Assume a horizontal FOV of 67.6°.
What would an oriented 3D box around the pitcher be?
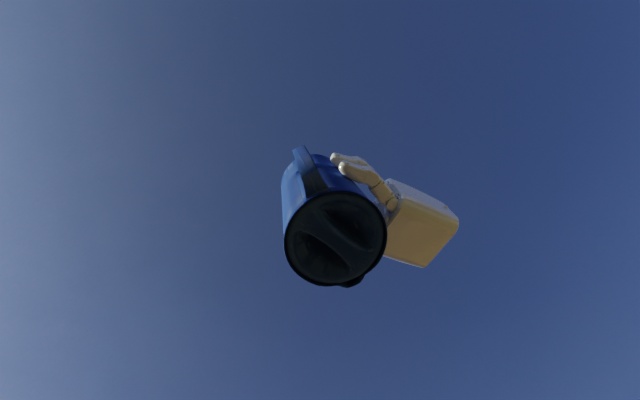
[{"bbox_3d":[0.000,0.002,0.700,0.145,0.149,0.242,19,16,-16],"label":"pitcher"}]
